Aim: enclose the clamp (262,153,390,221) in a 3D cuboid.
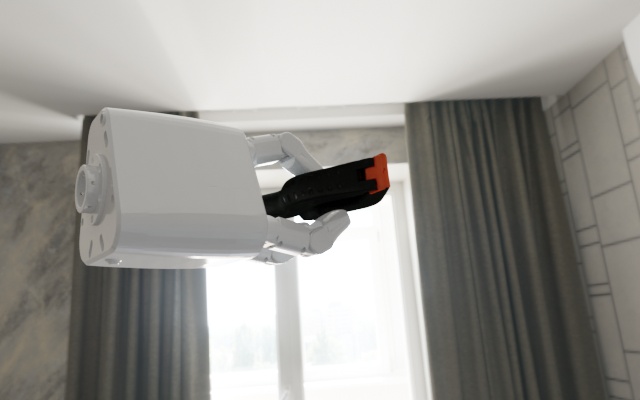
[{"bbox_3d":[0.000,0.001,0.456,0.164,0.036,0.210,2,-15,-40],"label":"clamp"}]
